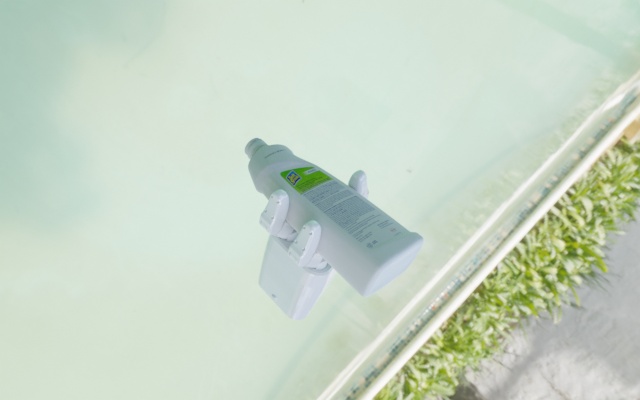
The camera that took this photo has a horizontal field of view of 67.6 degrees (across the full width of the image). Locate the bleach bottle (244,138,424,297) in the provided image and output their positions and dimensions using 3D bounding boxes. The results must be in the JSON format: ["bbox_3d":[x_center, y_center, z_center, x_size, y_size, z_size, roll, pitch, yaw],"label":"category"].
[{"bbox_3d":[0.000,0.002,0.591,0.102,0.068,0.250,-23,56,-43],"label":"bleach bottle"}]
